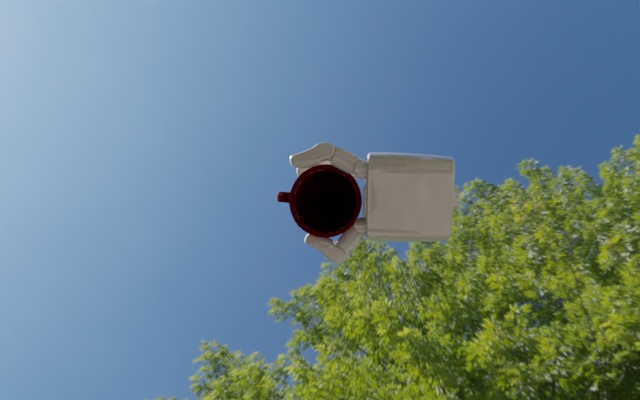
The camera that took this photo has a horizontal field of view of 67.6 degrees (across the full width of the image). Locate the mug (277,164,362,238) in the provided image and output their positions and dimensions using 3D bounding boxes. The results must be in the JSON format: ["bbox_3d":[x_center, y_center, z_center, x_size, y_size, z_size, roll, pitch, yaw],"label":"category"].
[{"bbox_3d":[-0.001,0.002,0.643,0.117,0.093,0.081,3,-3,9],"label":"mug"}]
